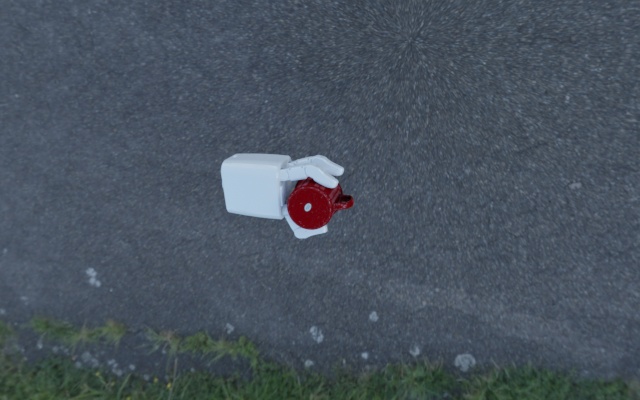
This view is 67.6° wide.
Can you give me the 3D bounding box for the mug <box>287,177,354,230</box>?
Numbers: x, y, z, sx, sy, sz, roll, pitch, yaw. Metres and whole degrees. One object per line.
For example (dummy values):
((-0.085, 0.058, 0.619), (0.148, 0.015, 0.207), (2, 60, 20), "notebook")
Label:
((0.002, 0.003, 0.846), (0.117, 0.093, 0.081), (4, 19, 11), "mug")
